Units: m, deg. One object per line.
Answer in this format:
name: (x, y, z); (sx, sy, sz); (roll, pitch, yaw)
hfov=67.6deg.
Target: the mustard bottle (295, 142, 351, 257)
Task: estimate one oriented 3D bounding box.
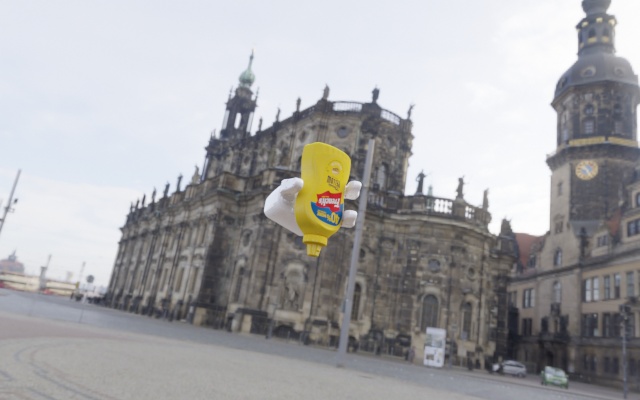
mustard bottle: (0.000, 0.002, 0.830); (0.058, 0.191, 0.096); (-6, -21, 43)
